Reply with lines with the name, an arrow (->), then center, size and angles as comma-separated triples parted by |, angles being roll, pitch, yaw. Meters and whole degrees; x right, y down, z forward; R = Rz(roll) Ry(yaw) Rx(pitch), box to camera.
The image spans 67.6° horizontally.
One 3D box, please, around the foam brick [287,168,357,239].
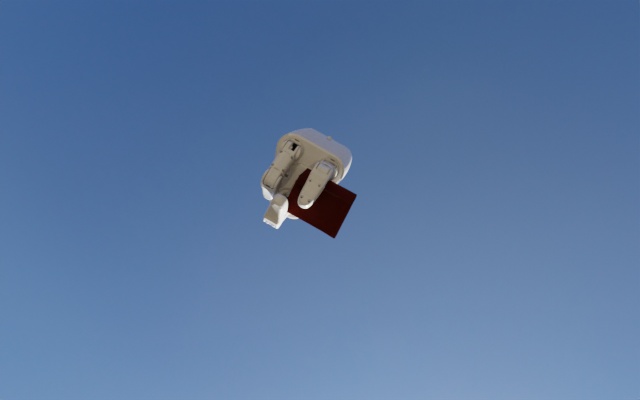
foam brick -> 0.000, 0.002, 0.614 | 0.078, 0.053, 0.051 | 30, 18, 3
